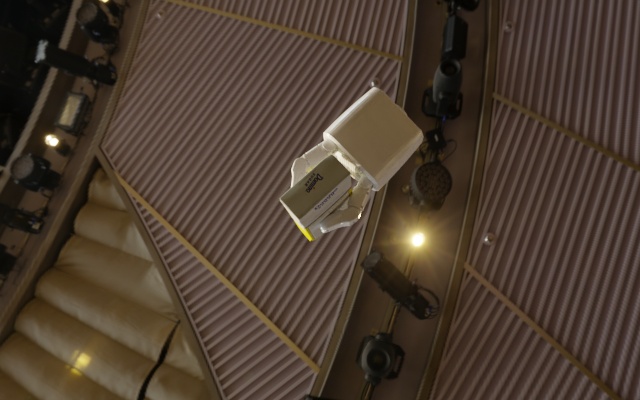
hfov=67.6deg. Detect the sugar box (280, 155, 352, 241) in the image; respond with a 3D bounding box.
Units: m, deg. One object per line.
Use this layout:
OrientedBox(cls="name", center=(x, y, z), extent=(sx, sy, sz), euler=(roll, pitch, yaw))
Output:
OrientedBox(cls="sugar box", center=(0.000, 0.002, 0.691), extent=(0.093, 0.048, 0.176), euler=(-42, -16, -7))
